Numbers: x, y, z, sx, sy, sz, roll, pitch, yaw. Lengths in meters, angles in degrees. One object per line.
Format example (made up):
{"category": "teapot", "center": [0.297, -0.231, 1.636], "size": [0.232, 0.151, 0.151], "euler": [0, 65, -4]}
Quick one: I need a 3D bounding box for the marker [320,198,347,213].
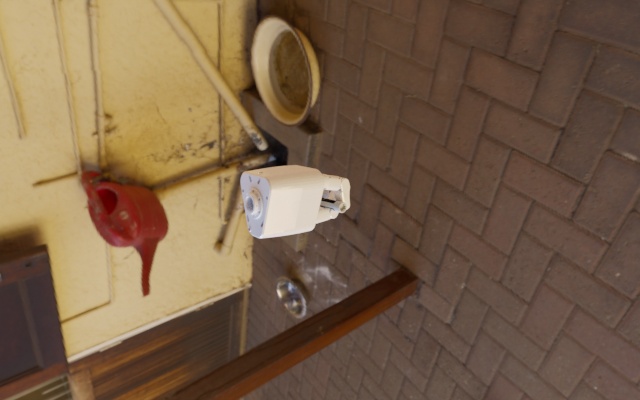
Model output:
{"category": "marker", "center": [0.000, 0.003, 0.862], "size": [0.020, 0.020, 0.121], "euler": [0, 9, -40]}
